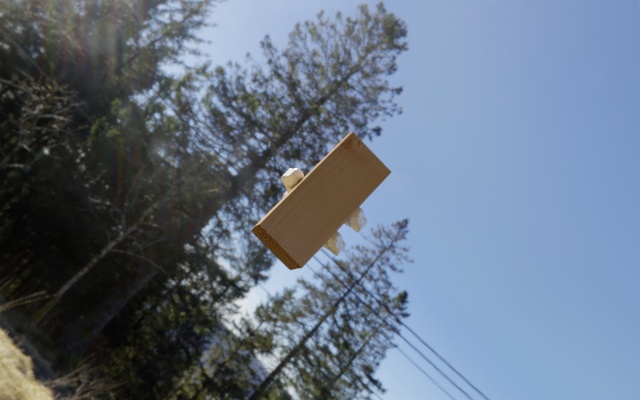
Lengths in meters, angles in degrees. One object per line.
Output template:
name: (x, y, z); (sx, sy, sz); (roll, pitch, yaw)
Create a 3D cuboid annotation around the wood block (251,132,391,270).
wood block: (0.000, 0.002, 0.745); (0.206, 0.091, 0.090); (-46, 4, -18)
